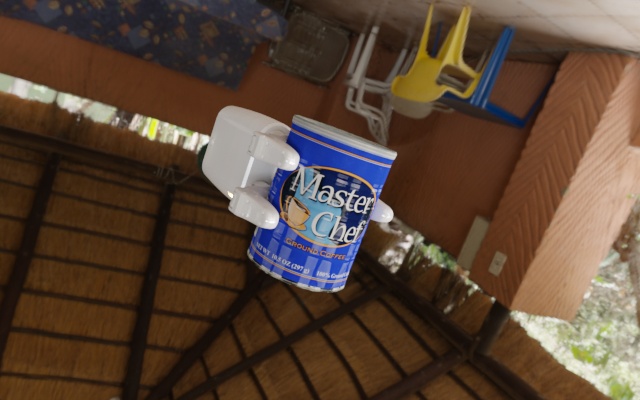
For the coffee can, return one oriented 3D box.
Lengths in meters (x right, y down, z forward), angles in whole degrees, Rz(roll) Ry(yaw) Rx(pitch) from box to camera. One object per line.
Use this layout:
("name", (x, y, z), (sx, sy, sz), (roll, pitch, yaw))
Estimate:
("coffee can", (0.000, 0.001, 0.459), (0.103, 0.140, 0.103), (20, 10, -4))
